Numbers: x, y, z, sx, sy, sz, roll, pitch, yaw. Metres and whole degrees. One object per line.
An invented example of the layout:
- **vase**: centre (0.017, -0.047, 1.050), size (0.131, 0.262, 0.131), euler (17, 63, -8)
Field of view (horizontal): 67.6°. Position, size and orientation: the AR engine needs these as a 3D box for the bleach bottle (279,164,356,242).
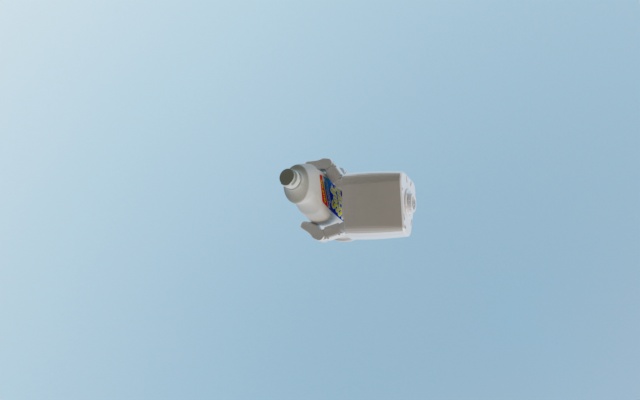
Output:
- **bleach bottle**: centre (0.000, 0.003, 0.870), size (0.068, 0.102, 0.251), euler (-5, -17, 25)
